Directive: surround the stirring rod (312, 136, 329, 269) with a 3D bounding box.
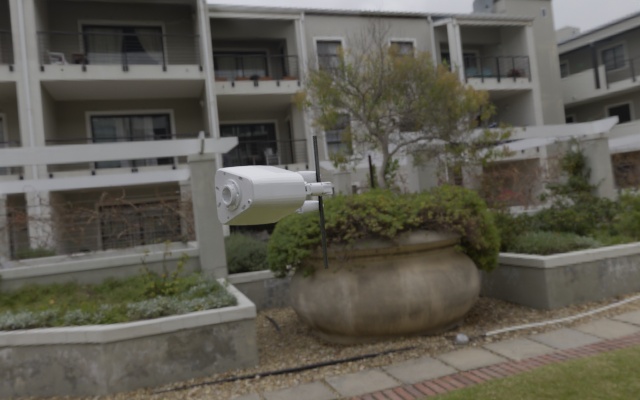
[{"bbox_3d":[0.000,0.003,0.862,0.011,0.239,0.011,-5,-1,0],"label":"stirring rod"}]
